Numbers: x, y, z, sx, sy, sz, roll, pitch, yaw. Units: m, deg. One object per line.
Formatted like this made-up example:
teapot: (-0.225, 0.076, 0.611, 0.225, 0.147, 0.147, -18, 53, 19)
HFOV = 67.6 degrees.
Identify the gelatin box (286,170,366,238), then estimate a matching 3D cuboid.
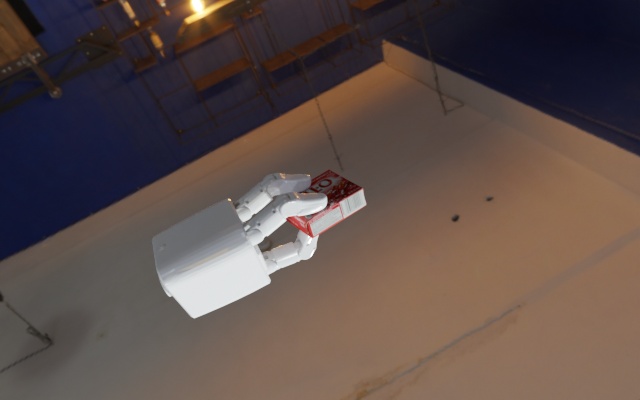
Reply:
gelatin box: (0.000, 0.002, 0.600, 0.089, 0.030, 0.073, -30, 36, -22)
